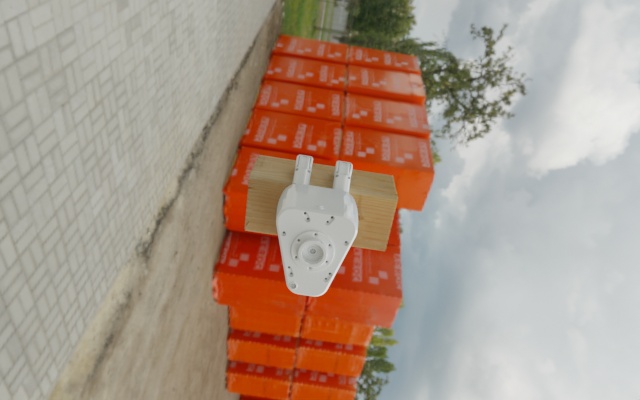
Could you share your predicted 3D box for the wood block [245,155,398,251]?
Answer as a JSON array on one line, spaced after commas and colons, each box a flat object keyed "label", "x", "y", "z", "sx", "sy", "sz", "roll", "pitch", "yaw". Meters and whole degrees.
[{"label": "wood block", "x": 0.000, "y": 0.003, "z": 0.707, "sx": 0.206, "sy": 0.091, "sz": 0.090, "roll": 9, "pitch": 25, "yaw": -1}]
